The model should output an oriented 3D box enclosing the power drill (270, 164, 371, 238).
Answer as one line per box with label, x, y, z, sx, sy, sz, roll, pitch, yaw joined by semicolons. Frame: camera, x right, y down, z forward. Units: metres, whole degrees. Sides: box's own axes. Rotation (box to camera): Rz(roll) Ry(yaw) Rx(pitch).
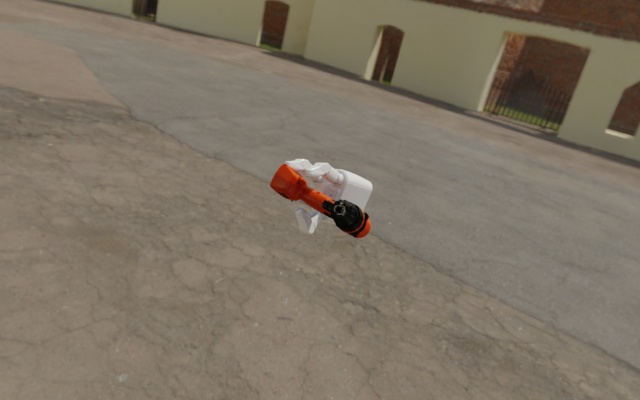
power drill;0.000;0.003;0.882;0.187;0.057;0.184;32;-4;20
